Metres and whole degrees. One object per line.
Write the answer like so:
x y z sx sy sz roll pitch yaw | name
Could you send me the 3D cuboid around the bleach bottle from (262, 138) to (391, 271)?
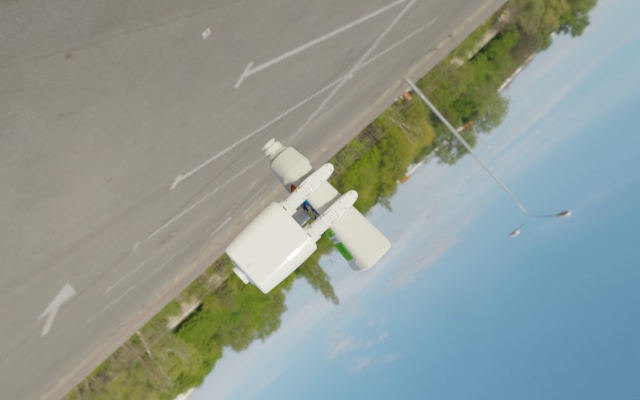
0.000 0.003 0.773 0.068 0.251 0.102 -43 0 -13 | bleach bottle
